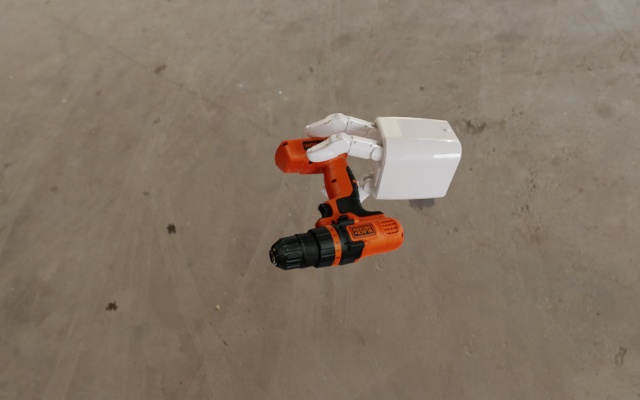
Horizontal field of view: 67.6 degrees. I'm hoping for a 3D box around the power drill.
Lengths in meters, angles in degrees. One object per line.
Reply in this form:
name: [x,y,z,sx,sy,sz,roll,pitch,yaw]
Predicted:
power drill: [0.000,0.002,0.643,0.184,0.187,0.057,-7,-32,-26]
